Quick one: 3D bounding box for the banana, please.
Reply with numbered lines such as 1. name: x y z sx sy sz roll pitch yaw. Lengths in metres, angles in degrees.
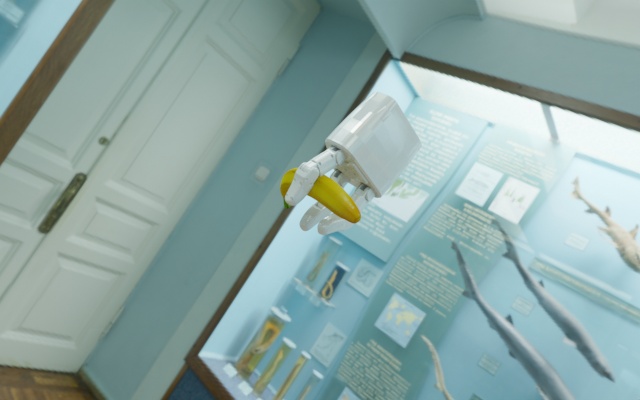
1. banana: -0.010 -0.013 0.675 0.037 0.070 0.198 -38 23 -21
